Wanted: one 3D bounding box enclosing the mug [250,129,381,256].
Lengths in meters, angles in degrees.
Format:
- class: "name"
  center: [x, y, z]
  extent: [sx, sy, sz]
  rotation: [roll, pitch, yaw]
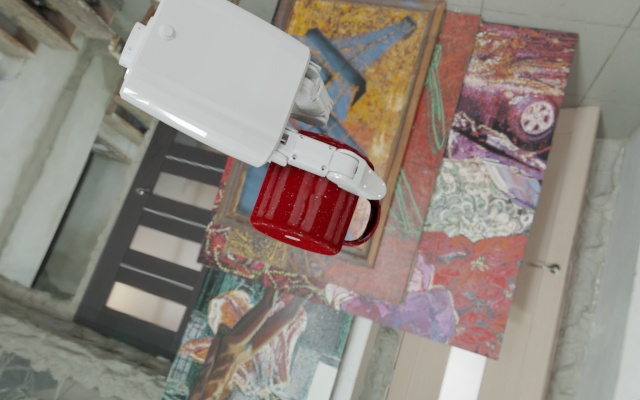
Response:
- class: "mug"
  center: [0.001, 0.002, 0.415]
  extent: [0.117, 0.081, 0.093]
  rotation: [25, -14, -23]
